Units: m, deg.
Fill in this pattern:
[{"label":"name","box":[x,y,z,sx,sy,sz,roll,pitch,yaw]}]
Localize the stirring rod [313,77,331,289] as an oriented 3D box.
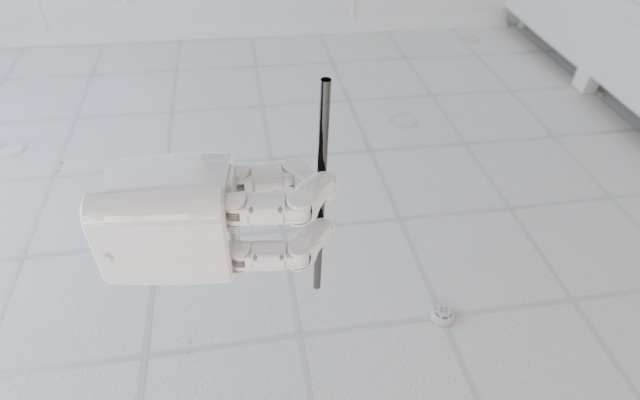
[{"label":"stirring rod","box":[0.000,0.001,0.429,0.011,0.240,0.011,1,42,-1]}]
